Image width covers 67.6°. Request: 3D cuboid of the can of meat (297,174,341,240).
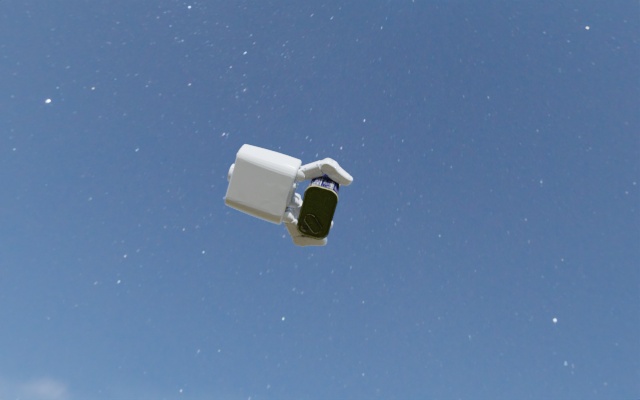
[{"bbox_3d":[0.000,0.003,0.837,0.057,0.102,0.084,16,30,2],"label":"can of meat"}]
